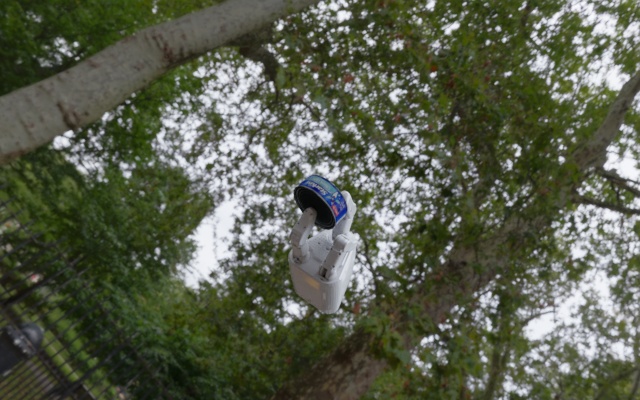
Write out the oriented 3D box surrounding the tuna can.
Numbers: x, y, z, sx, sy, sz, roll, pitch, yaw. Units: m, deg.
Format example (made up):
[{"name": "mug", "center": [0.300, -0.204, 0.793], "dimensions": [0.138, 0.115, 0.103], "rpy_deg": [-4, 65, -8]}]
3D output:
[{"name": "tuna can", "center": [0.000, 0.002, 0.739], "dimensions": [0.033, 0.086, 0.086], "rpy_deg": [-43, 22, -26]}]
